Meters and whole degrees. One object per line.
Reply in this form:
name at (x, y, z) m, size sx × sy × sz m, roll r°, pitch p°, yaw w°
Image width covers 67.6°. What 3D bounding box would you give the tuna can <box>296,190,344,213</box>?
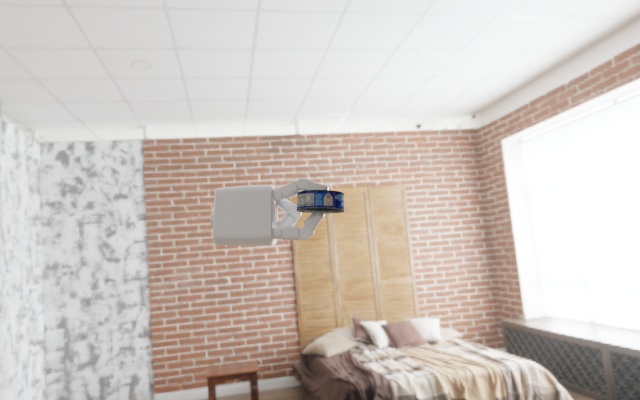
tuna can at (0.000, 0.002, 0.854) m, size 0.086 × 0.033 × 0.086 m, roll 1°, pitch -7°, yaw 0°
